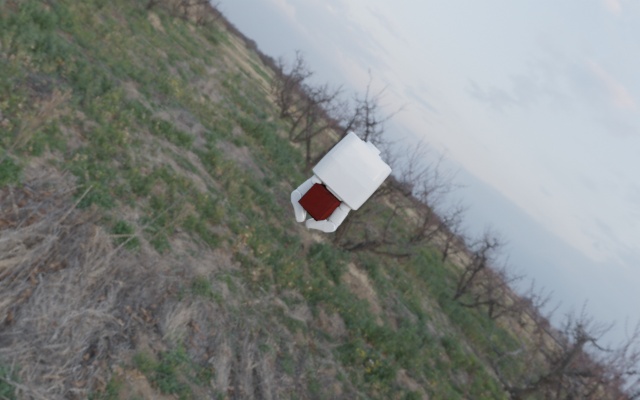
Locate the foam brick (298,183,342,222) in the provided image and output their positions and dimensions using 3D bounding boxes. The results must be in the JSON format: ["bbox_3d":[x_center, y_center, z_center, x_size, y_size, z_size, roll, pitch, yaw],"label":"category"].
[{"bbox_3d":[0.000,0.003,0.894,0.053,0.051,0.078,46,8,8],"label":"foam brick"}]
